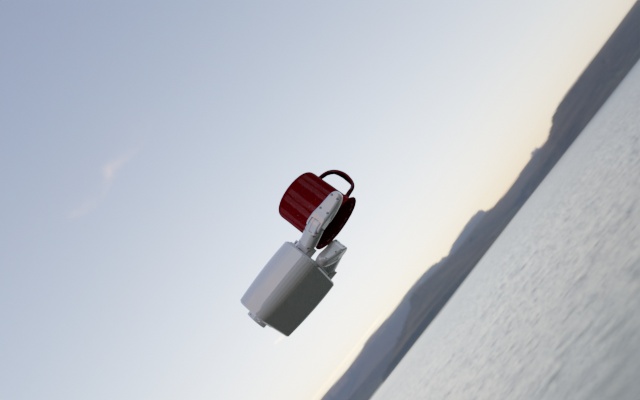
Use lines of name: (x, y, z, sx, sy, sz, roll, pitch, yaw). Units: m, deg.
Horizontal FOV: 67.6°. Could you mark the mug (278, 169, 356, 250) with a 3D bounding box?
mug: (0.001, 0.001, 0.703, 0.081, 0.117, 0.093, 36, -11, 18)
